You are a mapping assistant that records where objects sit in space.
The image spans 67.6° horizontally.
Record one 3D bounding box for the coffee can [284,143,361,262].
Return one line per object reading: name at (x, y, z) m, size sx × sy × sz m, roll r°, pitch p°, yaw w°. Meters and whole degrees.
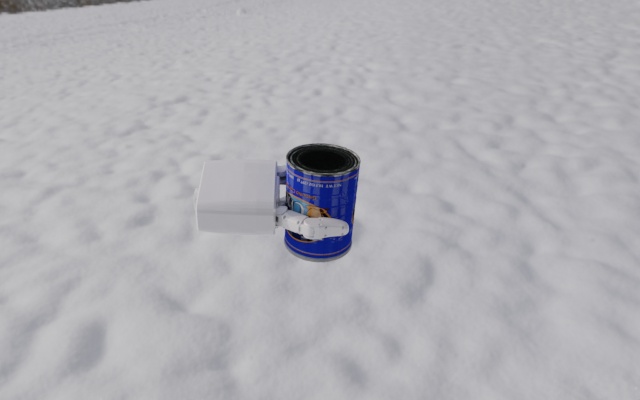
coffee can at (0.000, 0.002, 0.684) m, size 0.103 × 0.140 × 0.102 m, roll 3°, pitch 30°, yaw -2°
